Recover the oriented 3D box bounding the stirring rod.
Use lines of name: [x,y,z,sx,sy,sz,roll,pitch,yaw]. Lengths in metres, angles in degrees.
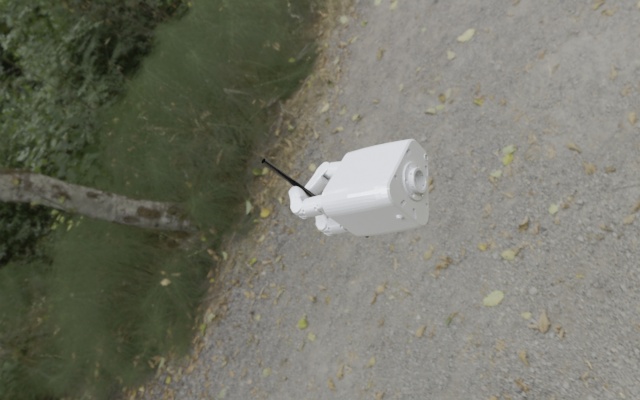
stirring rod: [0.000,0.002,0.726,0.011,0.011,0.240,0,-28,47]
